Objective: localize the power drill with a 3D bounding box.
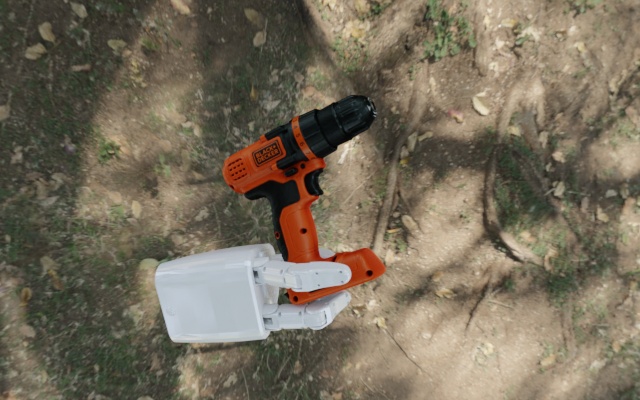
[{"bbox_3d":[0.000,0.002,0.505,0.184,0.187,0.057,-24,-9,22],"label":"power drill"}]
